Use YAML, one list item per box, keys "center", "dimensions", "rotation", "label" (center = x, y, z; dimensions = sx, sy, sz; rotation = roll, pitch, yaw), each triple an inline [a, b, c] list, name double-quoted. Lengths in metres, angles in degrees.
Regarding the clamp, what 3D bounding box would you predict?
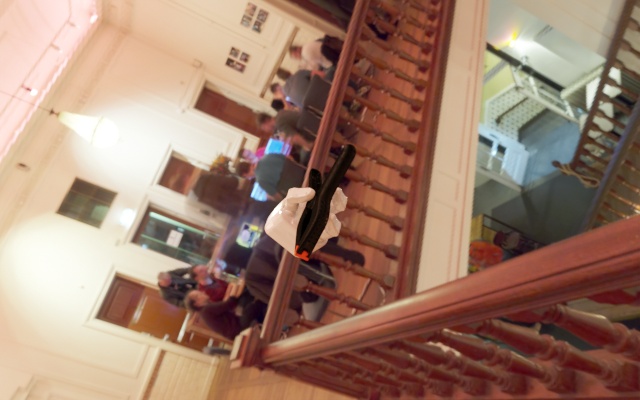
- center: [-0.001, 0.003, 0.855]
  dimensions: [0.036, 0.210, 0.165]
  rotation: [24, -29, -17]
  label: "clamp"
